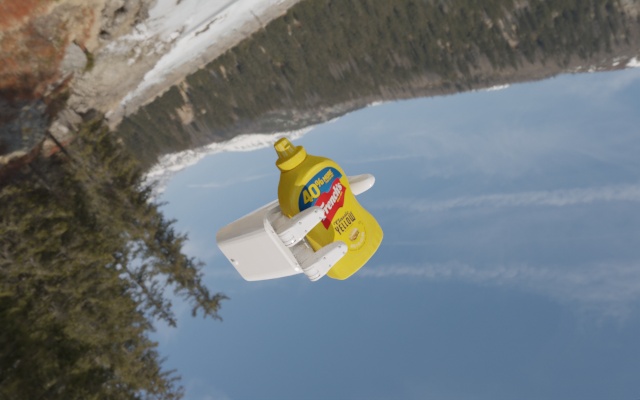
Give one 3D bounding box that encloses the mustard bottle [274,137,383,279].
[{"bbox_3d":[0.000,0.002,0.611,0.096,0.192,0.058,-44,22,-24],"label":"mustard bottle"}]
